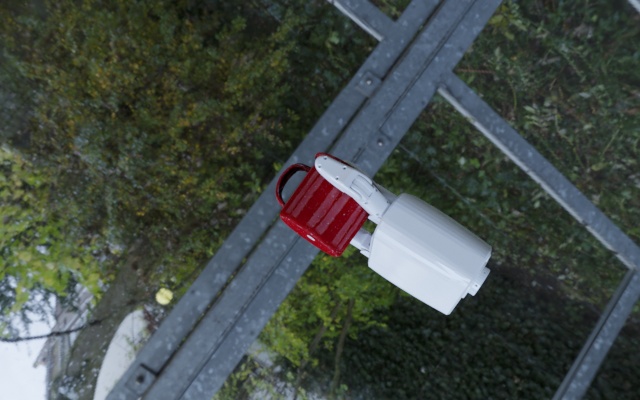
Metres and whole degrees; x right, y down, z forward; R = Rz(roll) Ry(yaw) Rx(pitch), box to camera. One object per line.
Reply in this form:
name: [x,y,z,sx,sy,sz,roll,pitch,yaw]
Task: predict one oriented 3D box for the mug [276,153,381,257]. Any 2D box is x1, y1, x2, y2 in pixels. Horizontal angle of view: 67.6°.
mug: [-0.001,0.001,0.527,0.117,0.081,0.093,32,-11,21]
